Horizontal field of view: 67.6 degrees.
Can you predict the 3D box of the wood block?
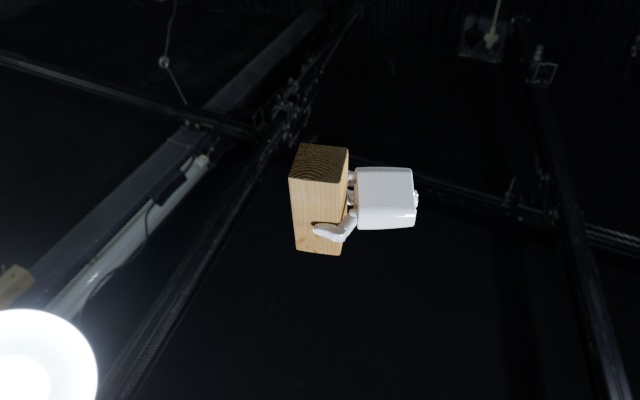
[{"bbox_3d":[0.000,0.003,0.892,0.090,0.090,0.206,7,-41,9],"label":"wood block"}]
